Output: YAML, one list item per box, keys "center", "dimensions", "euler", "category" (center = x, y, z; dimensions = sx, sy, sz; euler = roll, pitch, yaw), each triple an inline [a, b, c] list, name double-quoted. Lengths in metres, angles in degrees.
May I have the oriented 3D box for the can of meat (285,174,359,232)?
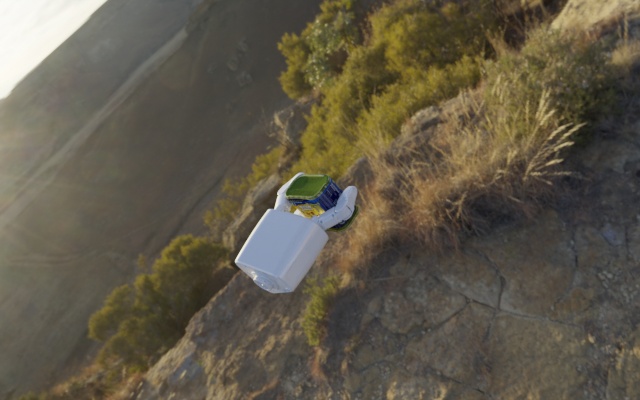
- center: [0.000, 0.002, 0.794]
  dimensions: [0.102, 0.057, 0.084]
  euler: [3, -38, 52]
  category: "can of meat"
